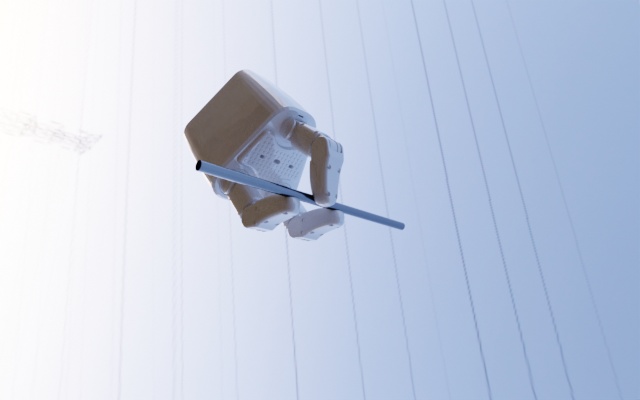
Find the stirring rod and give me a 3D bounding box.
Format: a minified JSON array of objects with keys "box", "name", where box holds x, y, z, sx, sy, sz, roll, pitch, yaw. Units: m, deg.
[{"box":[0.000,0.001,0.409,0.011,0.011,0.239,0,-12,45],"name":"stirring rod"}]
